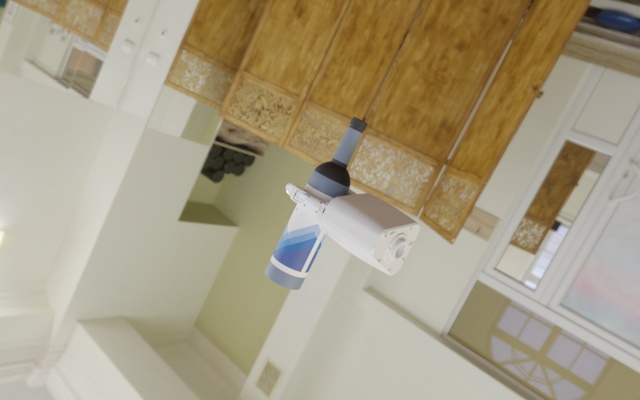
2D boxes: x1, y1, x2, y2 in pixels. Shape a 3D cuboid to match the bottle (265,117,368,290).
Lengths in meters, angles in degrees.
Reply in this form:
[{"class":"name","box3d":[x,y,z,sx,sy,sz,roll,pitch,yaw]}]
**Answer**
[{"class":"bottle","box3d":[0.000,0.003,0.784,0.069,0.296,0.069,26,7,-4]}]
